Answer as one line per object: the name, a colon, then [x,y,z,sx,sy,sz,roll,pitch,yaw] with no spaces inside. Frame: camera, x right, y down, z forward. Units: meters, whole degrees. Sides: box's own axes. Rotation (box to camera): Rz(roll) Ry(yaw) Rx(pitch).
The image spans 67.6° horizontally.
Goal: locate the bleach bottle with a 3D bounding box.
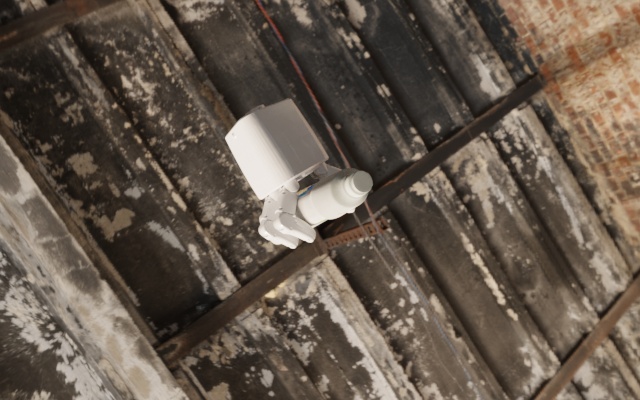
bleach bottle: [0.000,0.002,0.686,0.102,0.068,0.251,-32,3,-31]
